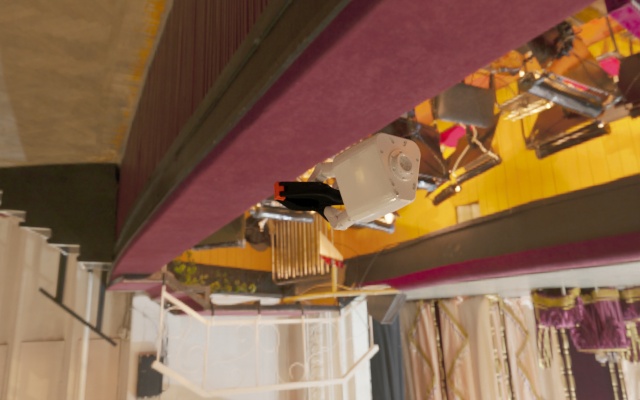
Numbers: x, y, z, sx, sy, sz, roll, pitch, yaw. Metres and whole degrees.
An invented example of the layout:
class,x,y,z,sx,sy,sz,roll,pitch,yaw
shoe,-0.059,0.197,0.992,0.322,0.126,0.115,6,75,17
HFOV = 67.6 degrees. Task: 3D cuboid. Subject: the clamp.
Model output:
class,x,y,z,sx,sy,sz,roll,pitch,yaw
clamp,0.000,0.003,0.863,0.210,0.036,0.164,8,-24,-33
